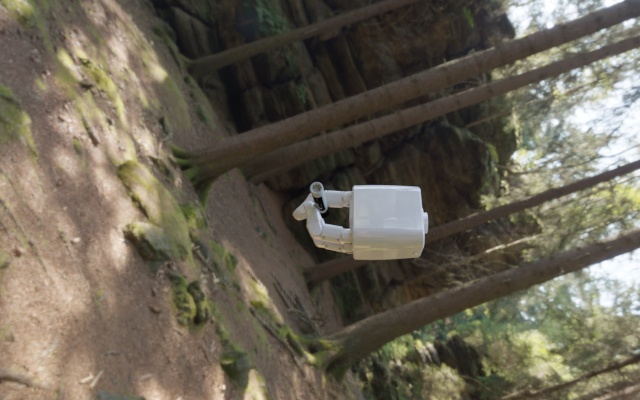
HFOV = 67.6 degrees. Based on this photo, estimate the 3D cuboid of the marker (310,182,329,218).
[{"bbox_3d":[0.000,0.002,0.730,0.020,0.020,0.121,0,-19,6],"label":"marker"}]
